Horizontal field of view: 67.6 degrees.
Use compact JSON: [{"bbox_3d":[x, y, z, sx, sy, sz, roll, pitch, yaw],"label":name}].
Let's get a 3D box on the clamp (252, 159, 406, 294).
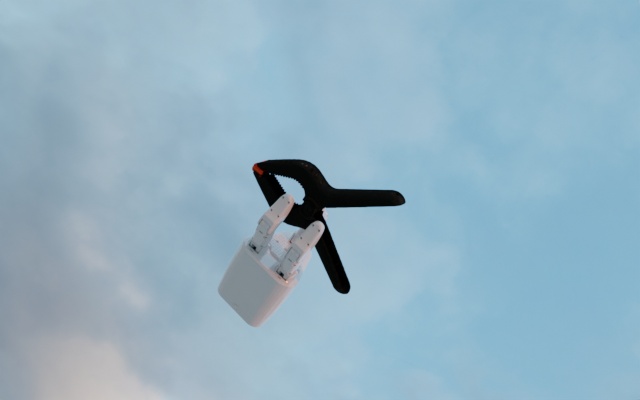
[{"bbox_3d":[0.000,0.002,0.633,0.210,0.165,0.036,42,28,13],"label":"clamp"}]
